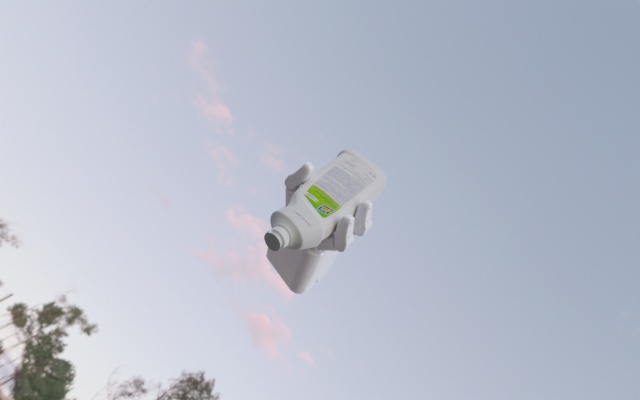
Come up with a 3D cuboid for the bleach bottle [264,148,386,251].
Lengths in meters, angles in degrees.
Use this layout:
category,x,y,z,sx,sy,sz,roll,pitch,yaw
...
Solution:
category,x,y,z,sx,sy,sz,roll,pitch,yaw
bleach bottle,0.000,0.002,0.731,0.102,0.068,0.250,36,40,18
